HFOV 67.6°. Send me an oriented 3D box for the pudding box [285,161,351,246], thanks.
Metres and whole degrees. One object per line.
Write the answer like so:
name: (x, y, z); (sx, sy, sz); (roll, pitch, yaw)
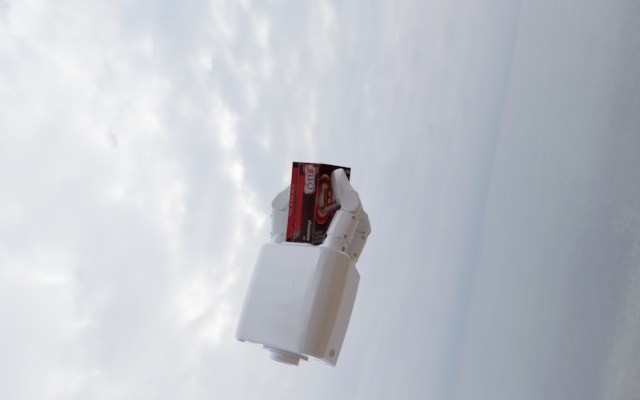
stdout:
pudding box: (0.000, 0.002, 0.556); (0.039, 0.090, 0.113); (7, 4, 18)
